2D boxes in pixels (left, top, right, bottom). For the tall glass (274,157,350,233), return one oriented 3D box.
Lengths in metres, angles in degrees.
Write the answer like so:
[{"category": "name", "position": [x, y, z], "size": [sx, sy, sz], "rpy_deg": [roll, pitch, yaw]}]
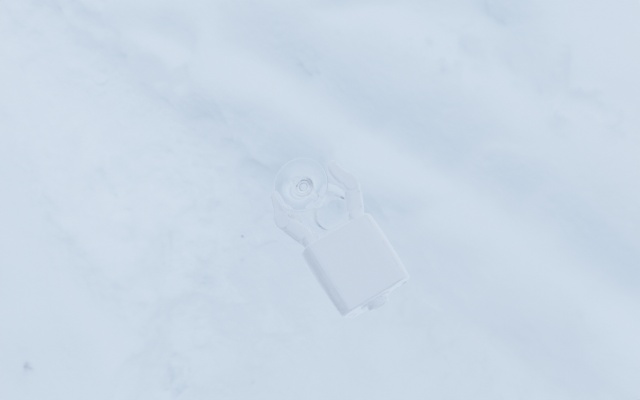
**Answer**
[{"category": "tall glass", "position": [0.000, 0.002, 0.716], "size": [0.079, 0.079, 0.201], "rpy_deg": [0, -13, 16]}]
